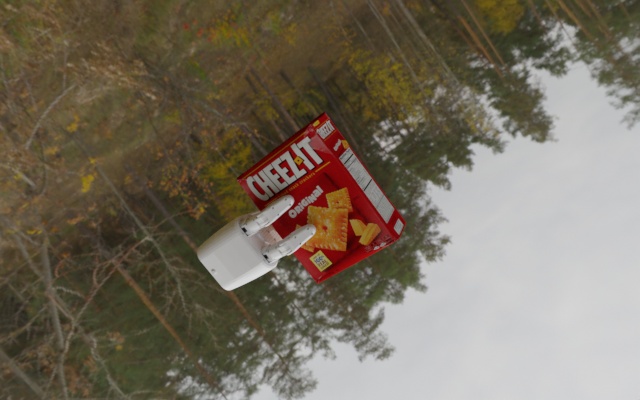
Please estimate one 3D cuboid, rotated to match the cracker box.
[{"bbox_3d":[0.000,0.002,0.732,0.164,0.214,0.072,-32,10,30],"label":"cracker box"}]
